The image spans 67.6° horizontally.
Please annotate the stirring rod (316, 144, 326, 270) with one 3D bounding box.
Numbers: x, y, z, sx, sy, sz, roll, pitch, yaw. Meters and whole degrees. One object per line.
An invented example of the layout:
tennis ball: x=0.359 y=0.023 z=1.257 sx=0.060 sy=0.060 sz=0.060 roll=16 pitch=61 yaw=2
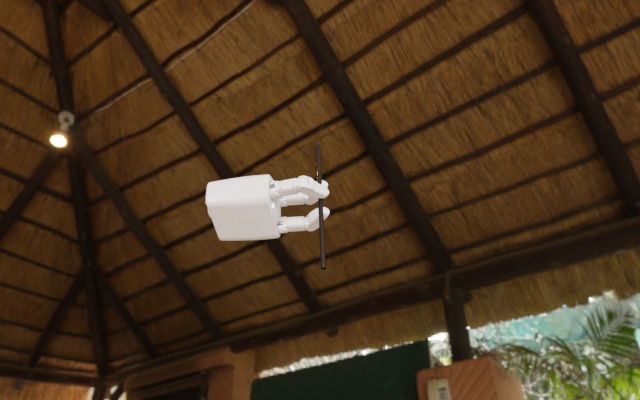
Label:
stirring rod: x=0.000 y=0.003 z=0.794 sx=0.011 sy=0.239 sz=0.011 roll=-2 pitch=-32 yaw=-1
